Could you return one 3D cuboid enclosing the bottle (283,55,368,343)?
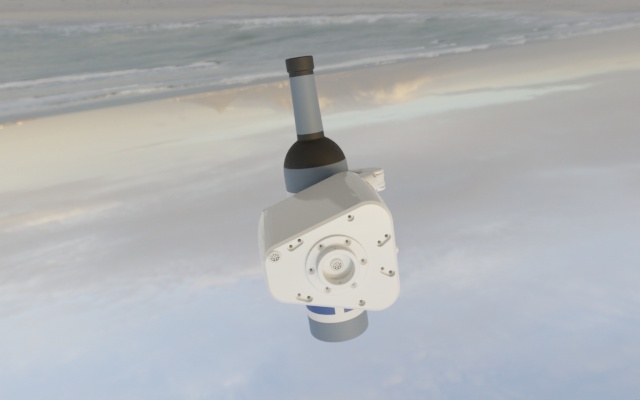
[{"bbox_3d":[0.000,0.002,0.502,0.069,0.296,0.069,-8,15,2],"label":"bottle"}]
